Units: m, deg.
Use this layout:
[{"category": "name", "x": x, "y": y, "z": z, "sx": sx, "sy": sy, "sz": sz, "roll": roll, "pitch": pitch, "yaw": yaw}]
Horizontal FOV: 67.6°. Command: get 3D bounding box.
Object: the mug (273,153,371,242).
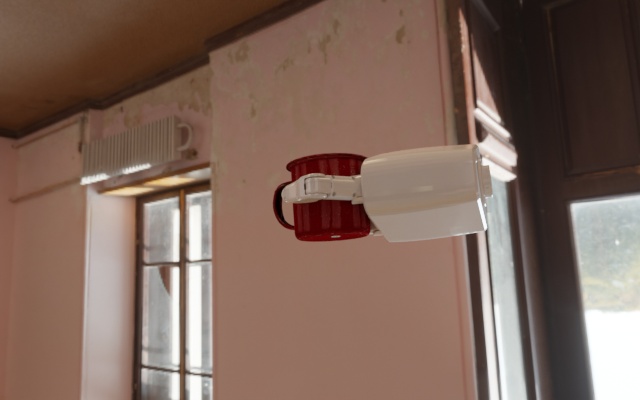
[{"category": "mug", "x": -0.001, "y": 0.002, "z": 0.519, "sx": 0.117, "sy": 0.081, "sz": 0.093, "roll": -7, "pitch": -10, "yaw": 22}]
